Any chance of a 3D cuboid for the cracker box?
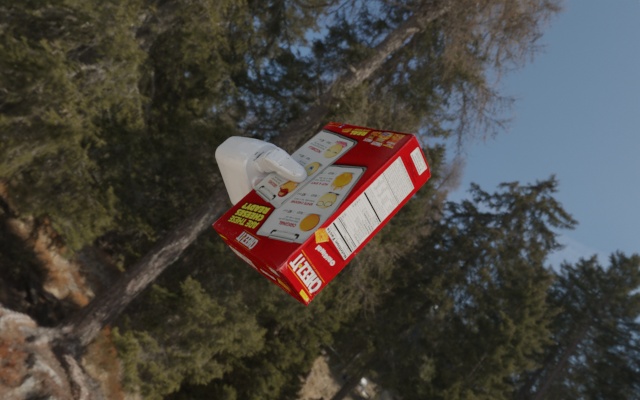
[{"bbox_3d":[0.000,0.002,0.568,0.213,0.072,0.164,-44,34,-17],"label":"cracker box"}]
